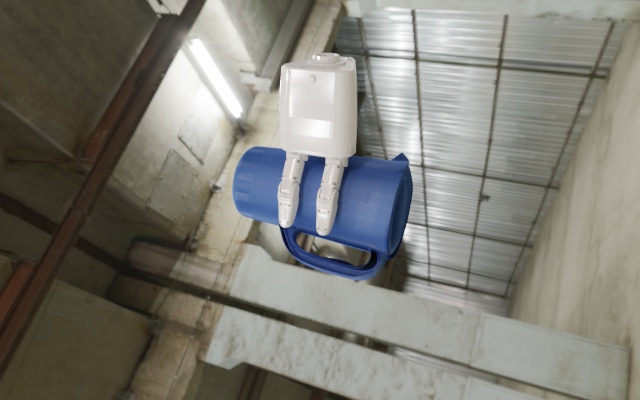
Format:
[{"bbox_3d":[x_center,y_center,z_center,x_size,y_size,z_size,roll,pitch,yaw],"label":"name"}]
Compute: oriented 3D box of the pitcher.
[{"bbox_3d":[0.000,0.002,0.671,0.243,0.145,0.149,11,27,19],"label":"pitcher"}]
